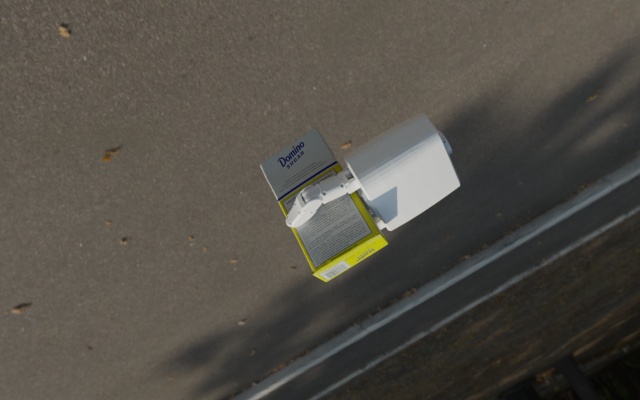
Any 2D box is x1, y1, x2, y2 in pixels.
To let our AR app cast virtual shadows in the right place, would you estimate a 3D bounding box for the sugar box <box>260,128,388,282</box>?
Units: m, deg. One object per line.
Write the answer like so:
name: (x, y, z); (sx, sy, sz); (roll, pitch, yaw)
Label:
sugar box: (0.000, 0.002, 0.599); (0.093, 0.176, 0.048); (-32, -31, 7)
